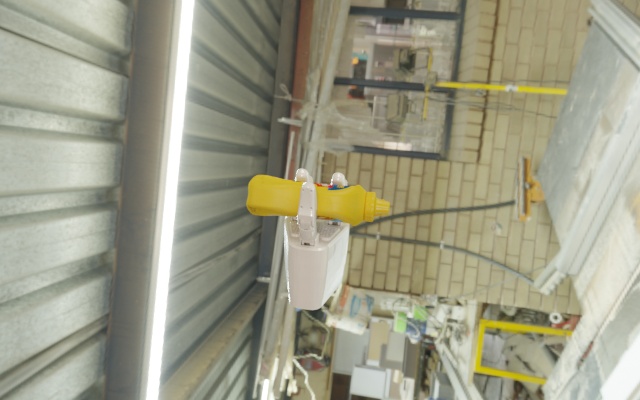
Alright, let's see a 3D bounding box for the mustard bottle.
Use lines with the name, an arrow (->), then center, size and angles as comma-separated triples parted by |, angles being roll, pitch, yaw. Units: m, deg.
mustard bottle -> 0.000, 0.002, 0.669 | 0.191, 0.058, 0.096 | 6, -1, 7
